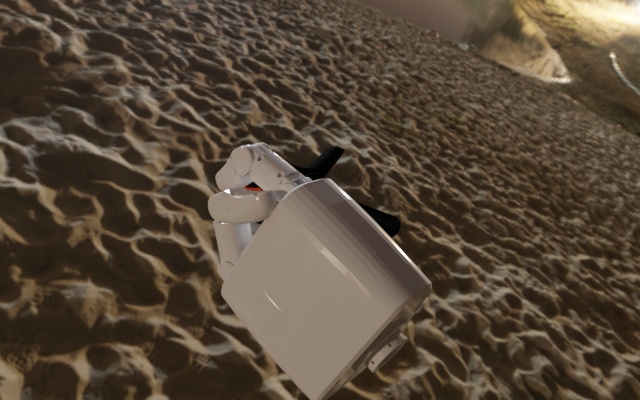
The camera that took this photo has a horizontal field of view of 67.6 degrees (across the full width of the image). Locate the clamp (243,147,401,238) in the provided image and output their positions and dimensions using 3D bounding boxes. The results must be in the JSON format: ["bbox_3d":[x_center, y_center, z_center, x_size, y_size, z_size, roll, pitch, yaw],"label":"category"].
[{"bbox_3d":[0.000,0.001,0.444,0.120,0.039,0.171,44,37,24],"label":"clamp"}]
